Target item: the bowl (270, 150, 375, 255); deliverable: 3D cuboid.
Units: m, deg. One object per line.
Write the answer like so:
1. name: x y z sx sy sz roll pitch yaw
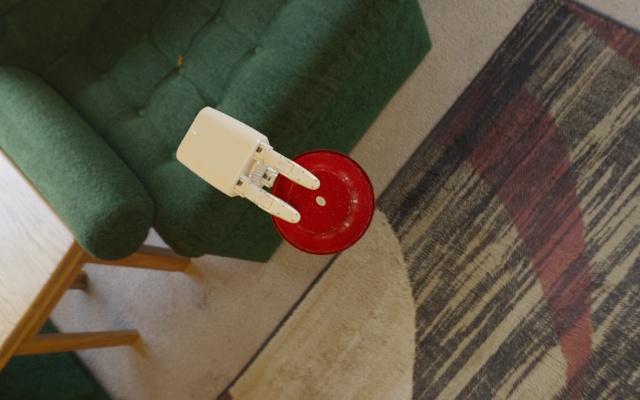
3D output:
1. bowl: 0.001 0.003 0.701 0.162 0.162 0.055 0 -1 4
